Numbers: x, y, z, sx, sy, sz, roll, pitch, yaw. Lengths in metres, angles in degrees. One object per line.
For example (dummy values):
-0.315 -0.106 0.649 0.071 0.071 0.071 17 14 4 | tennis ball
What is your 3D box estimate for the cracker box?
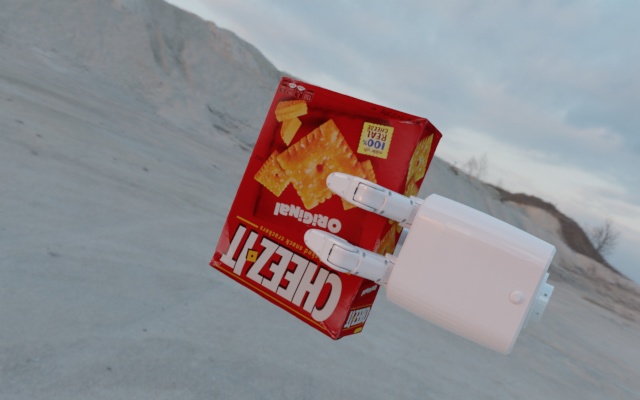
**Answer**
0.000 0.001 0.475 0.164 0.214 0.072 24 4 27 | cracker box
